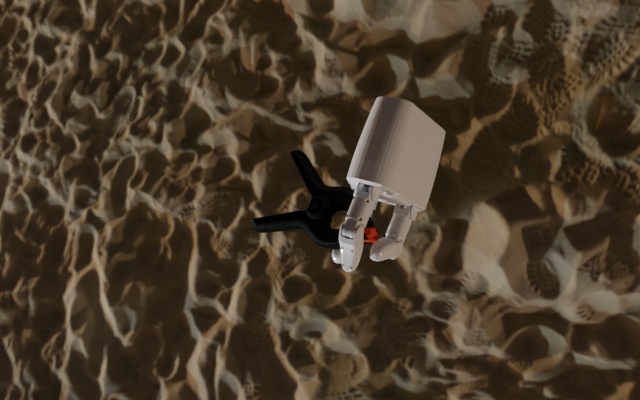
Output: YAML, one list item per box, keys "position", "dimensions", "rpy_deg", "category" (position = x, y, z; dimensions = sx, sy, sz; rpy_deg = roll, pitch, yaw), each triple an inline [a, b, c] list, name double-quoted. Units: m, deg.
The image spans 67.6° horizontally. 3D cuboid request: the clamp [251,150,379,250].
- position: [0.000, 0.002, 0.599]
  dimensions: [0.171, 0.120, 0.039]
  rpy_deg: [15, -7, 28]
  category: "clamp"
